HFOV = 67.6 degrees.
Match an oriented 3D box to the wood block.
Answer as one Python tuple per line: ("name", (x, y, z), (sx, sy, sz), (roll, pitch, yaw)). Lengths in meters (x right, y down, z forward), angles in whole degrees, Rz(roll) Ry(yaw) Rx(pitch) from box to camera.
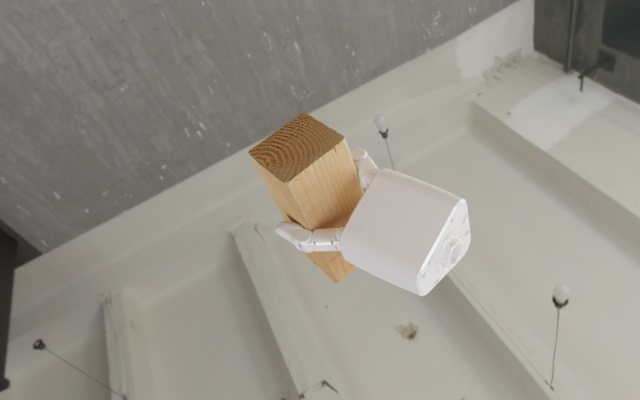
("wood block", (0.000, 0.003, 0.624), (0.091, 0.206, 0.090), (-38, 46, -14))
